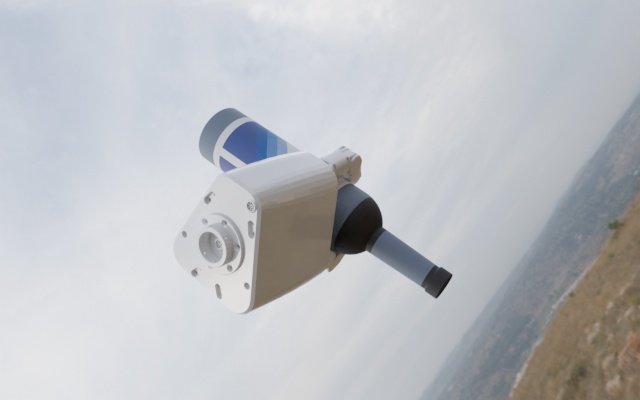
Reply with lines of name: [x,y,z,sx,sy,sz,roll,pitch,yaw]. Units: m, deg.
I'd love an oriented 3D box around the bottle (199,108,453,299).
bottle: [0.000,0.001,0.488,0.295,0.069,0.069,34,14,22]
